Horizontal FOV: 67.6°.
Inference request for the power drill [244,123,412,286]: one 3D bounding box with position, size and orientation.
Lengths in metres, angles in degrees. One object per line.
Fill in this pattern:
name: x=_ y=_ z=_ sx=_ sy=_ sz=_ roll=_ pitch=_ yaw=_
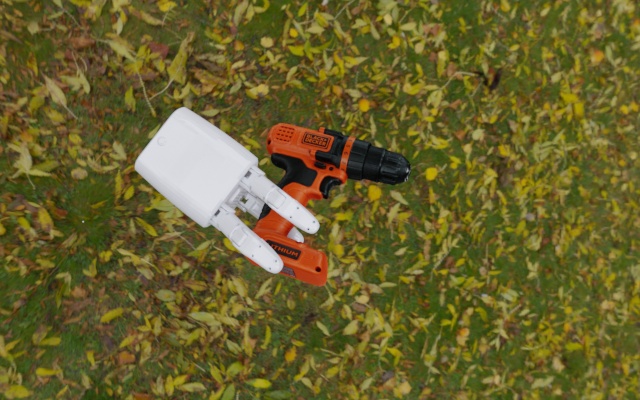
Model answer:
power drill: x=0.000 y=0.002 z=0.570 sx=0.184 sy=0.187 sz=0.057 roll=15 pitch=-25 yaw=13
